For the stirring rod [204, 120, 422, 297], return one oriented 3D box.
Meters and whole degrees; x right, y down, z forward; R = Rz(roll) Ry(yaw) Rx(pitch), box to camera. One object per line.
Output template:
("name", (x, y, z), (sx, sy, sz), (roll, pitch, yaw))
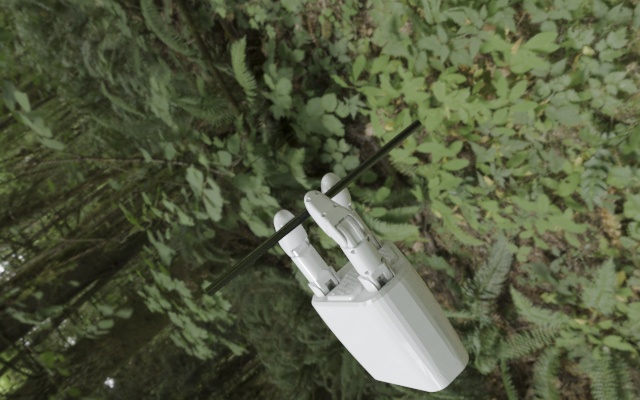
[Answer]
("stirring rod", (0.000, 0.001, 0.413), (0.239, 0.011, 0.011), (-39, 11, -14))
